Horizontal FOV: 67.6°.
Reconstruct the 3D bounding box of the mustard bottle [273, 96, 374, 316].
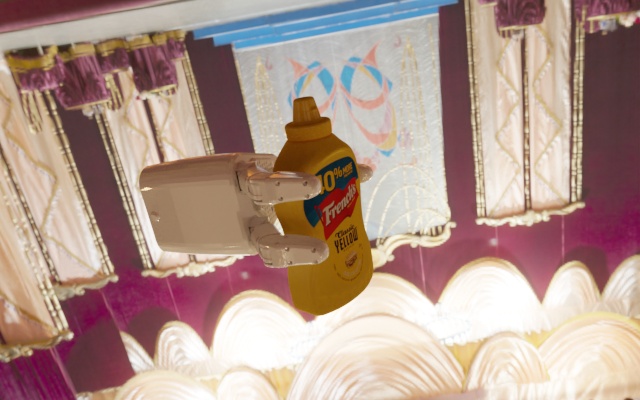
[{"bbox_3d":[0.000,0.002,0.439,0.058,0.192,0.096,8,26,42],"label":"mustard bottle"}]
